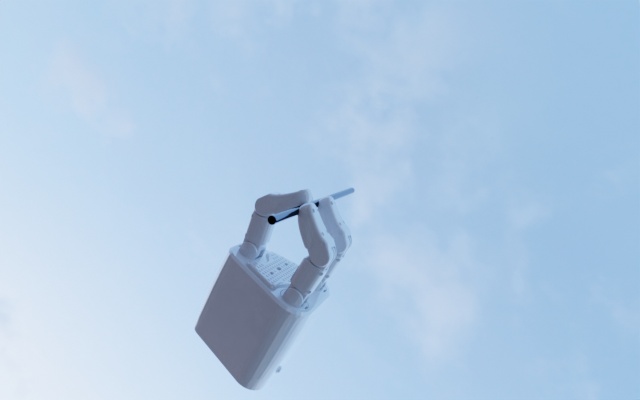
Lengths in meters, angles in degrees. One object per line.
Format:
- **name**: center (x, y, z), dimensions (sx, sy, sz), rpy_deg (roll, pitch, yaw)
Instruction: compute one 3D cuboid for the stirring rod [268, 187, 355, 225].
- **stirring rod**: center (0.000, 0.002, 0.508), dimensions (0.011, 0.011, 0.239), rpy_deg (0, 7, 20)
